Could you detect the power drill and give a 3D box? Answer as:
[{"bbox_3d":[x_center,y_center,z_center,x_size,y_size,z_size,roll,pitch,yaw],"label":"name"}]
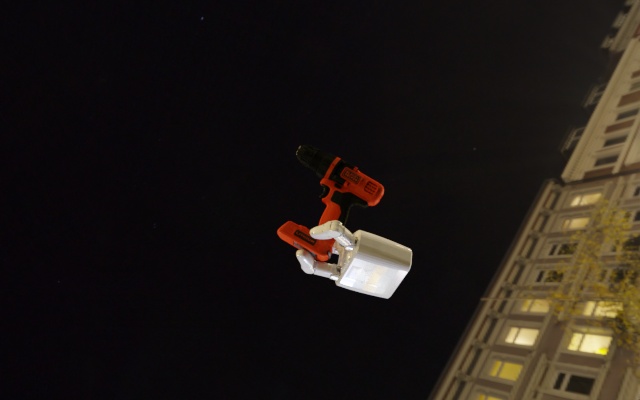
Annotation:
[{"bbox_3d":[0.000,0.003,0.888,0.184,0.187,0.057,30,-15,10],"label":"power drill"}]
